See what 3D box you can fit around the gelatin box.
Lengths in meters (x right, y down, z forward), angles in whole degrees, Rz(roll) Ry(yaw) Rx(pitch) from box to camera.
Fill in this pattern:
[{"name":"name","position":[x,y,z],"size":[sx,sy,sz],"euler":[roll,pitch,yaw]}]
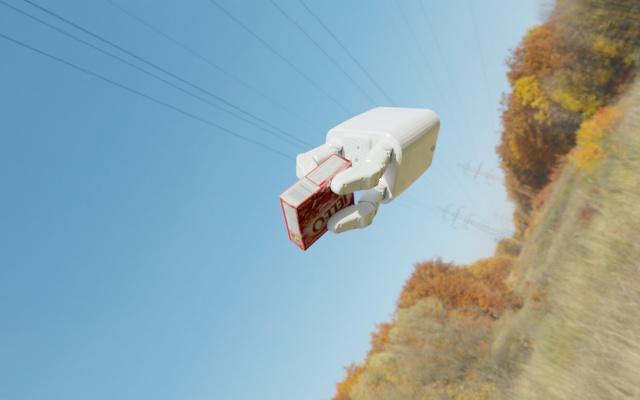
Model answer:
[{"name":"gelatin box","position":[0.000,0.002,0.529],"size":[0.030,0.073,0.089],"euler":[33,58,32]}]
